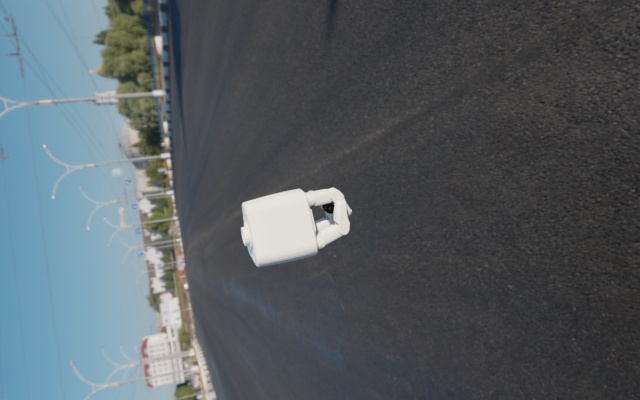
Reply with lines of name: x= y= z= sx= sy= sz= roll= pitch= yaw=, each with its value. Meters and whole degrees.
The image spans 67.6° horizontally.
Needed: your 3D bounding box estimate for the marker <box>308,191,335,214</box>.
marker: x=0.000 y=0.003 z=0.880 sx=0.020 sy=0.020 sz=0.121 roll=0 pitch=12 yaw=-19
